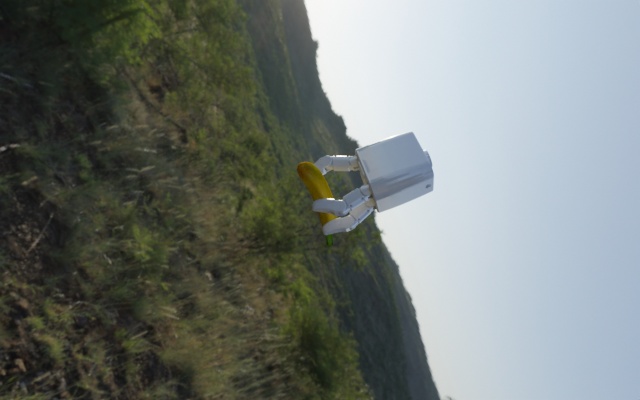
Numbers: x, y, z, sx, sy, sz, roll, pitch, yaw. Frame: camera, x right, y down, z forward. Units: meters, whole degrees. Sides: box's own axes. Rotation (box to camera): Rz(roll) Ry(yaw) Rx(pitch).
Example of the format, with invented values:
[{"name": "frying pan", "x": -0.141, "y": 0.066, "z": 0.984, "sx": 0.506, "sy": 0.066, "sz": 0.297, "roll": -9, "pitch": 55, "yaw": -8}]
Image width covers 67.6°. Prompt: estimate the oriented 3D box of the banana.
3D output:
[{"name": "banana", "x": -0.001, "y": -0.007, "z": 0.837, "sx": 0.037, "sy": 0.198, "sz": 0.069, "roll": -16, "pitch": 42, "yaw": 8}]
